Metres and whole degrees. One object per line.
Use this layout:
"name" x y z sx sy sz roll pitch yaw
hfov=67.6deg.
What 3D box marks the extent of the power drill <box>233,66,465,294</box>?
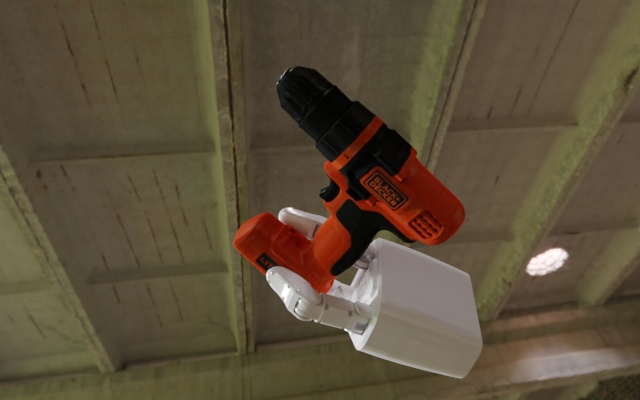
"power drill" 0.000 0.002 0.419 0.188 0.184 0.057 -44 5 39
